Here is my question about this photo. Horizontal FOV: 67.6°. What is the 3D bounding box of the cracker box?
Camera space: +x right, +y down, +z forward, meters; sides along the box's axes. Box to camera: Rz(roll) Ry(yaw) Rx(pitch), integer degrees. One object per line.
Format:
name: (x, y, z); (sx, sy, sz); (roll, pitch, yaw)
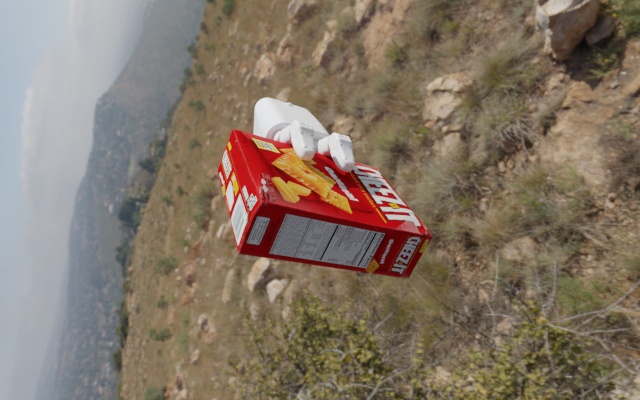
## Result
cracker box: (0.000, 0.002, 0.559); (0.214, 0.072, 0.164); (12, 28, -27)
